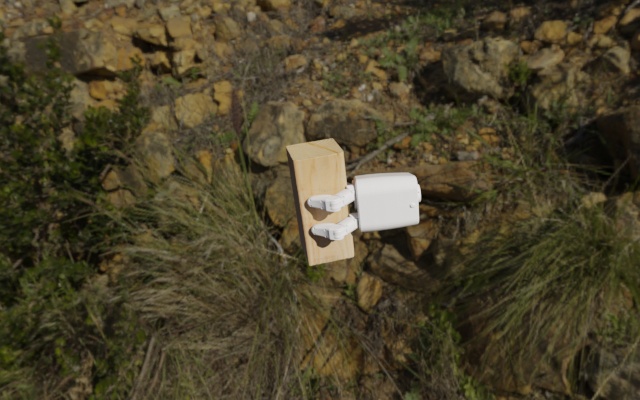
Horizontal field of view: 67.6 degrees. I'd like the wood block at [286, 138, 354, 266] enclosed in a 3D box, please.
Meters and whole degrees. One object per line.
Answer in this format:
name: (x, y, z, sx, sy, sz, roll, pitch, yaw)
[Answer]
wood block: (0.000, 0.003, 0.875, 0.090, 0.206, 0.090, -11, 24, -8)
